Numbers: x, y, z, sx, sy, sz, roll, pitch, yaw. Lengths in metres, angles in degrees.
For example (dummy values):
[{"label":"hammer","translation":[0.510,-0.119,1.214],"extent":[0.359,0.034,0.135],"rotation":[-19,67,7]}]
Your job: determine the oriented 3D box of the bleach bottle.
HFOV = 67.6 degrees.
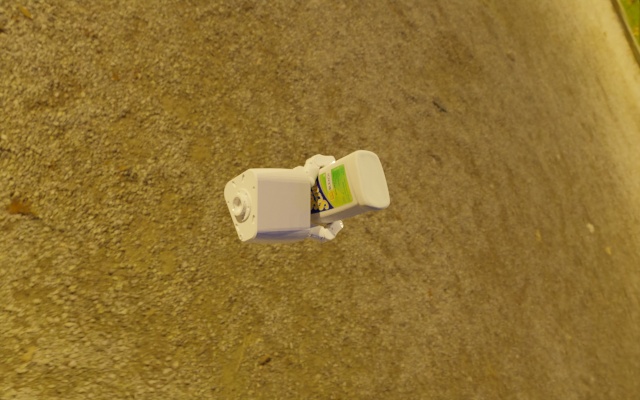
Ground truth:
[{"label":"bleach bottle","translation":[0.000,0.003,0.831],"extent":[0.068,0.102,0.251],"rotation":[2,-19,-43]}]
